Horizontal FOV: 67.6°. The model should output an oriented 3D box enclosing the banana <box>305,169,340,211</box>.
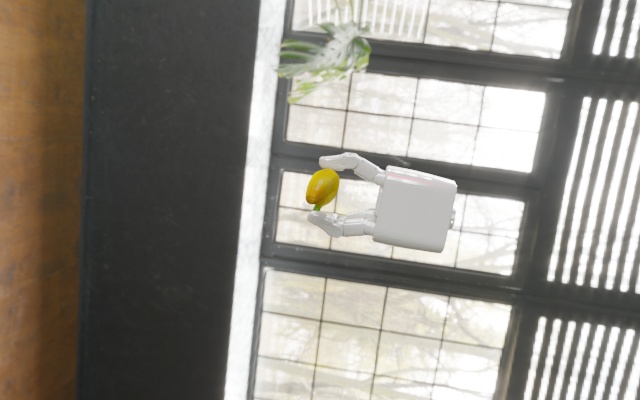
[{"bbox_3d":[0.006,-0.015,0.716,0.037,0.069,0.198,16,-7,5],"label":"banana"}]
